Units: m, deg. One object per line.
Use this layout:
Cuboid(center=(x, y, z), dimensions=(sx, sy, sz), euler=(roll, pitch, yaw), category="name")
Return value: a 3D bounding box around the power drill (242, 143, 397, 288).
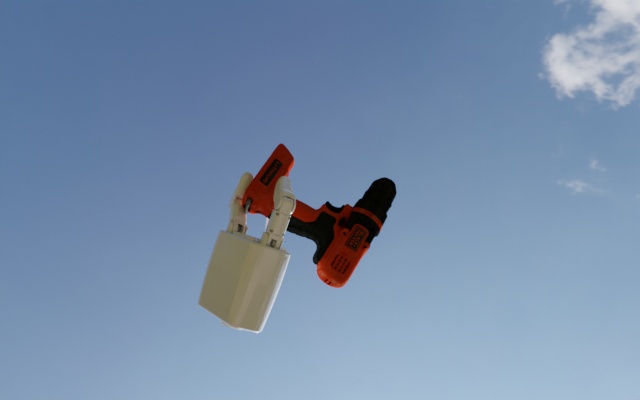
Cuboid(center=(0.000, 0.002, 0.671), dimensions=(0.187, 0.184, 0.057), euler=(33, -27, 1), category="power drill")
